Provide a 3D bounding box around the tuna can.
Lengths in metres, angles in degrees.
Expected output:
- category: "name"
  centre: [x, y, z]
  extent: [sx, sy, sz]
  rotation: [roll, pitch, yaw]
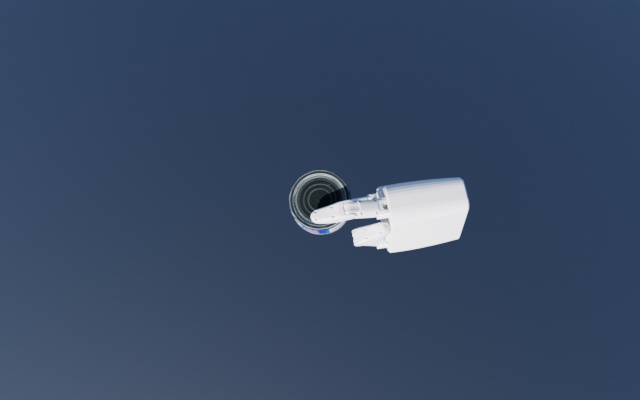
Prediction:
- category: "tuna can"
  centre: [0.000, 0.002, 0.656]
  extent: [0.086, 0.086, 0.034]
  rotation: [0, -13, 5]
